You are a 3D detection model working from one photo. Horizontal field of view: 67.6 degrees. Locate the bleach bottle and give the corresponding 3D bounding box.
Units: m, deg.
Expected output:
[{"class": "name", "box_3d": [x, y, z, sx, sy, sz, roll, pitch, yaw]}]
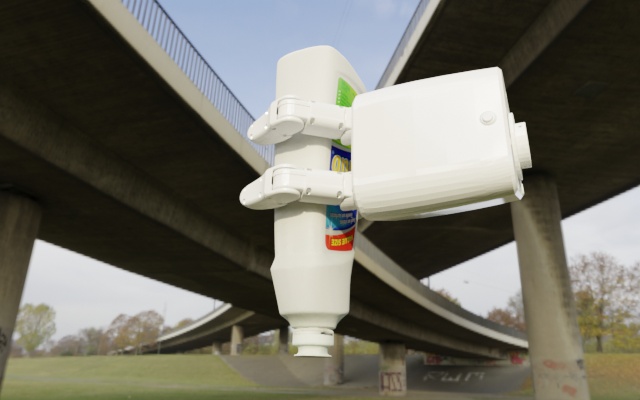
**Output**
[{"class": "bleach bottle", "box_3d": [0.000, 0.001, 0.404, 0.068, 0.250, 0.103, -8, -22, 23]}]
